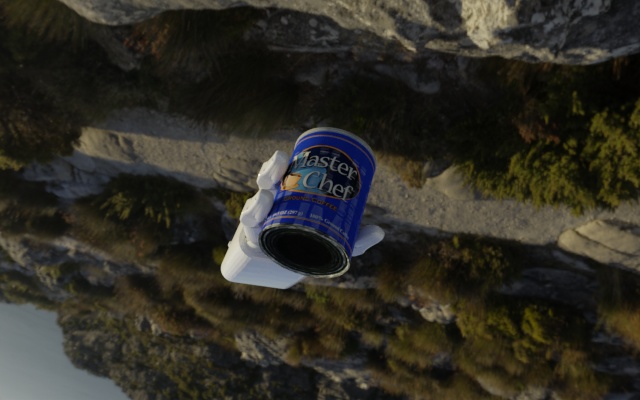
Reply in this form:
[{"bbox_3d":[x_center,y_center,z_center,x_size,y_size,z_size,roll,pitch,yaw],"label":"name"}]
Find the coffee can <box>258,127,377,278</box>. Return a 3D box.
[{"bbox_3d":[0.000,0.002,0.543,0.103,0.140,0.103,13,-35,9],"label":"coffee can"}]
